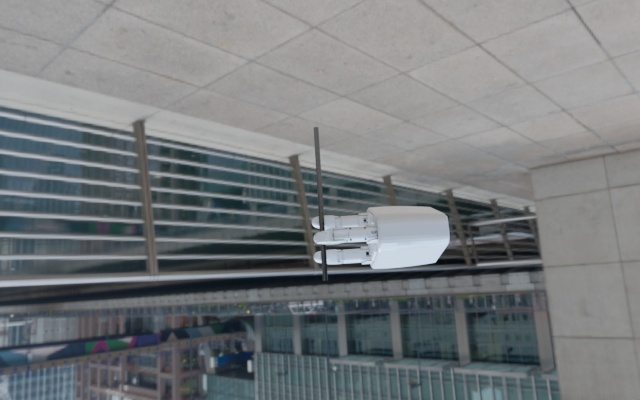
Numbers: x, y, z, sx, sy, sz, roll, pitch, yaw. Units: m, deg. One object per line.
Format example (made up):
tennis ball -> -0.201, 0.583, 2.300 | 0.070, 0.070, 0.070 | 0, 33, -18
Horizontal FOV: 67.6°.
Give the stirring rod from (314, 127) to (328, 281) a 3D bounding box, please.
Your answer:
stirring rod -> 0.000, 0.002, 0.739 | 0.011, 0.239, 0.011 | -3, -10, -1
